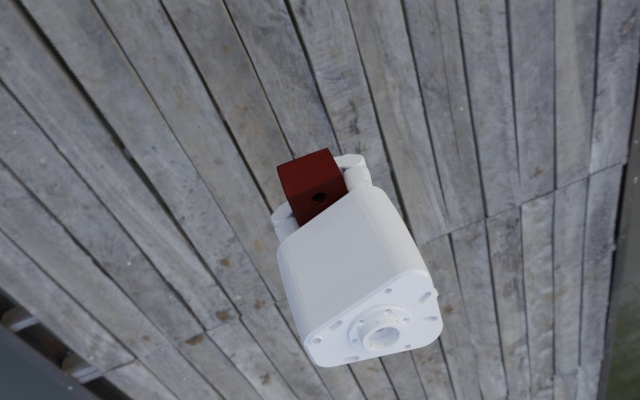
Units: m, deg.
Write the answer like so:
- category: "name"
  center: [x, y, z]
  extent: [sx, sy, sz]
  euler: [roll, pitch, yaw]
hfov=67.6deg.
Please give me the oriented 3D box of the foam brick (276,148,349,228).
- category: "foam brick"
  center: [0.000, 0.001, 0.441]
  extent: [0.053, 0.078, 0.051]
  euler: [-23, 37, 0]
